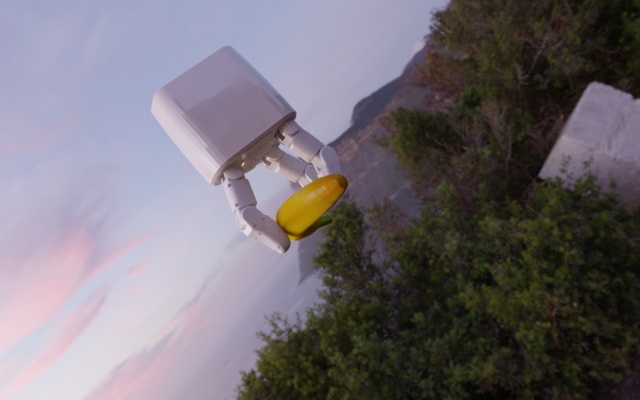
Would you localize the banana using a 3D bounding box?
[{"bbox_3d":[-0.016,0.012,0.497,0.069,0.037,0.198,-33,-7,-9],"label":"banana"}]
